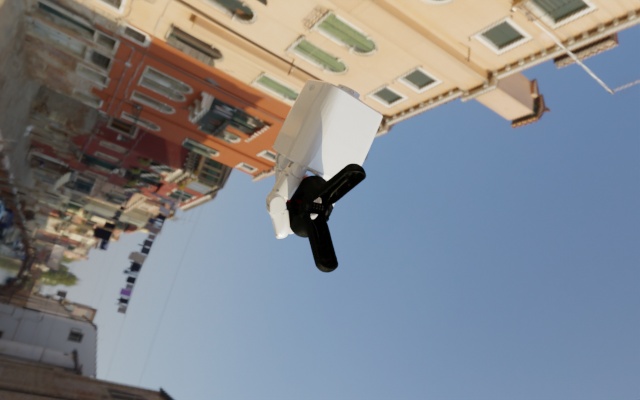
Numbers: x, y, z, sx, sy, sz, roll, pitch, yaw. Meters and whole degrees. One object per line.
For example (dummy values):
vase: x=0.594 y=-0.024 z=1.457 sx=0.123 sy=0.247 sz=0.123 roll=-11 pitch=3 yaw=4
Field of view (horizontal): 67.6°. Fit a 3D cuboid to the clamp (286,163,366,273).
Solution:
clamp: x=0.001 y=0.002 z=0.572 sx=0.039 sy=0.120 sz=0.171 roll=23 pitch=6 yaw=-26
